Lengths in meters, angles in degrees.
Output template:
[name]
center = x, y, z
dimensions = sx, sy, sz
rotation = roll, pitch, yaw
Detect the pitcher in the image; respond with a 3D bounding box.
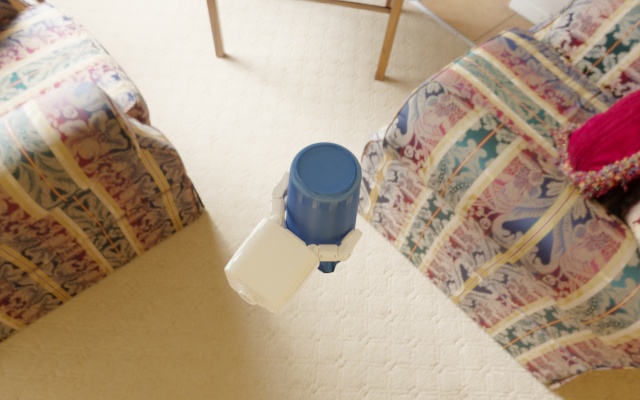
[pitcher]
center = 0.000, 0.003, 0.808
dimensions = 0.149, 0.145, 0.243
rotation = 32, -26, 14
